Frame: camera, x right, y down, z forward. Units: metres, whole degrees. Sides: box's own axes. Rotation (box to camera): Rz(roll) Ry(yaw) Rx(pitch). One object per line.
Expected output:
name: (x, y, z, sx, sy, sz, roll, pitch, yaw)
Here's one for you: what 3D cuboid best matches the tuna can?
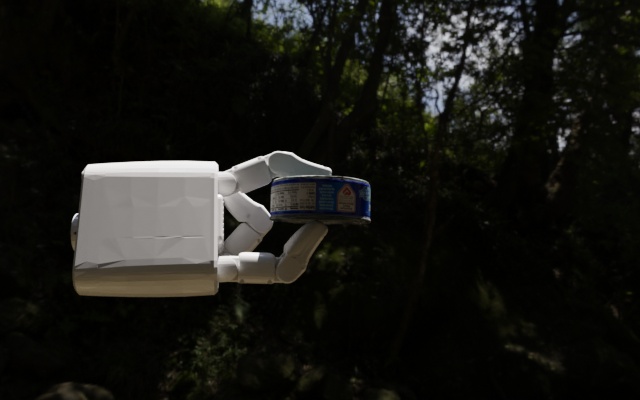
tuna can: (0.000, 0.001, 0.406, 0.086, 0.033, 0.086, 1, -6, 0)
